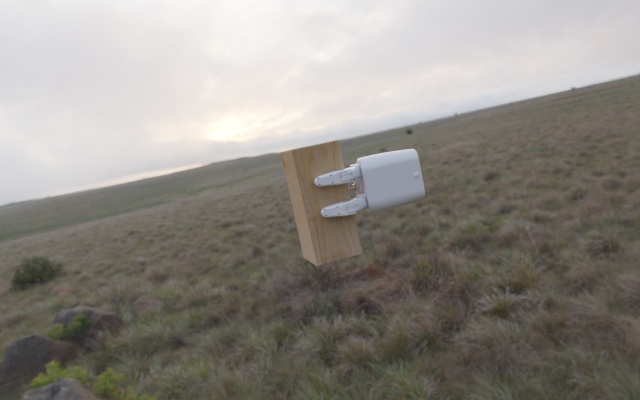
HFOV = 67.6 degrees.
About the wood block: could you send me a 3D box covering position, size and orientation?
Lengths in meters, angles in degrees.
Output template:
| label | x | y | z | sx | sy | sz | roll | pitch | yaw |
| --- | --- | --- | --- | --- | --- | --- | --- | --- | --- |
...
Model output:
| label | x | y | z | sx | sy | sz | roll | pitch | yaw |
| --- | --- | --- | --- | --- | --- | --- | --- | --- | --- |
| wood block | 0.000 | 0.003 | 0.867 | 0.090 | 0.206 | 0.091 | -14 | 7 | -16 |
